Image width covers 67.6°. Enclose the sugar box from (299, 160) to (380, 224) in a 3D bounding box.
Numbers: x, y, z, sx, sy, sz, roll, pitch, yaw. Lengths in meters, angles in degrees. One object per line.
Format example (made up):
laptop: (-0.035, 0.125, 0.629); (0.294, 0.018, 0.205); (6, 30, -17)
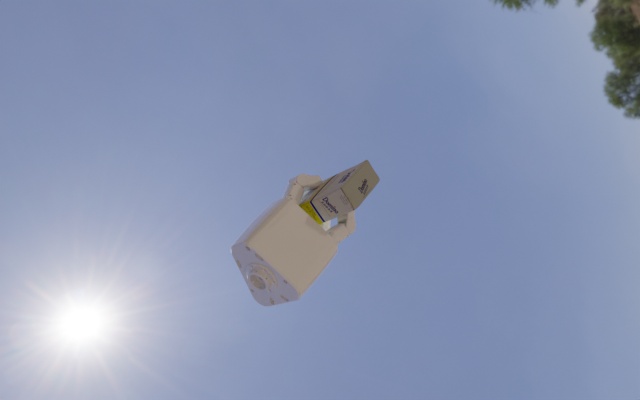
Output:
sugar box: (0.000, 0.003, 0.745); (0.176, 0.048, 0.093); (-21, 18, 41)
